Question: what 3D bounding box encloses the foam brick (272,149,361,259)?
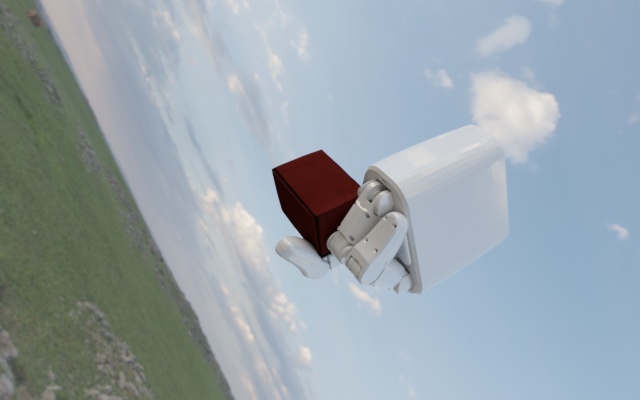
[{"bbox_3d":[0.000,0.001,0.421,0.051,0.053,0.078,-26,46,-18],"label":"foam brick"}]
